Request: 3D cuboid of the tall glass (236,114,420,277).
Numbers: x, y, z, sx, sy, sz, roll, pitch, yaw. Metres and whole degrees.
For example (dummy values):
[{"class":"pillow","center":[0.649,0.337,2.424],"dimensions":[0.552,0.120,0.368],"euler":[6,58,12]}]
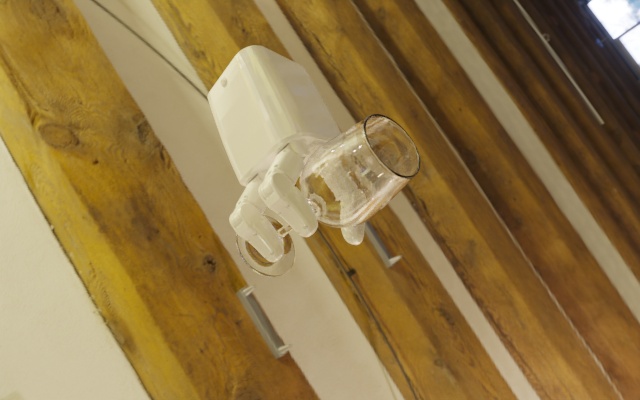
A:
[{"class":"tall glass","center":[0.000,0.002,0.451],"dimensions":[0.079,0.079,0.201],"euler":[0,-28,-42]}]
